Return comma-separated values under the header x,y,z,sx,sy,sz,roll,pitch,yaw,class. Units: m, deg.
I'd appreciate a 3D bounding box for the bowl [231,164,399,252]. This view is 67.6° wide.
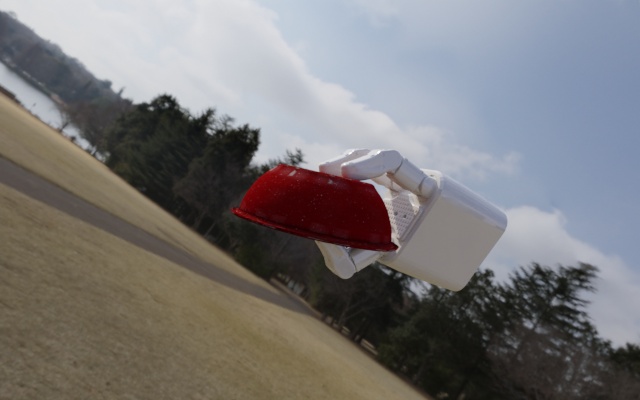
x,y,z,sx,sy,sz,roll,pitch,yaw,class
-0.001,0.001,0.452,0.162,0.055,0.162,13,3,-1,bowl
